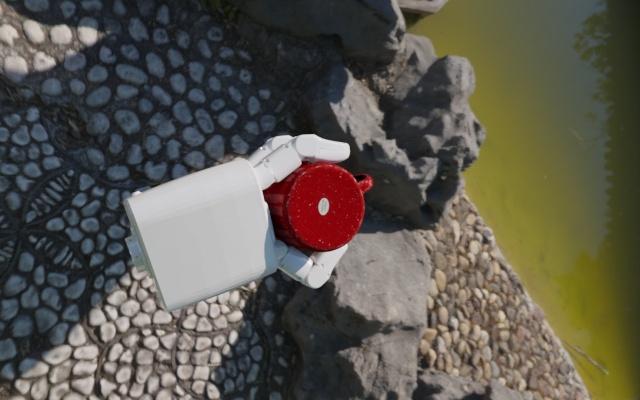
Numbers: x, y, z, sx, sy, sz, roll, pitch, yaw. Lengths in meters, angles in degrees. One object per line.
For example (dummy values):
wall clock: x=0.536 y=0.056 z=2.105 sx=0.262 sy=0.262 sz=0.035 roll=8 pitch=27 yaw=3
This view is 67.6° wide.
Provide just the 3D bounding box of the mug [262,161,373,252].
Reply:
mug: x=0.001 y=0.001 z=0.467 sx=0.117 sy=0.093 sz=0.081 roll=-22 pitch=10 yaw=-22
